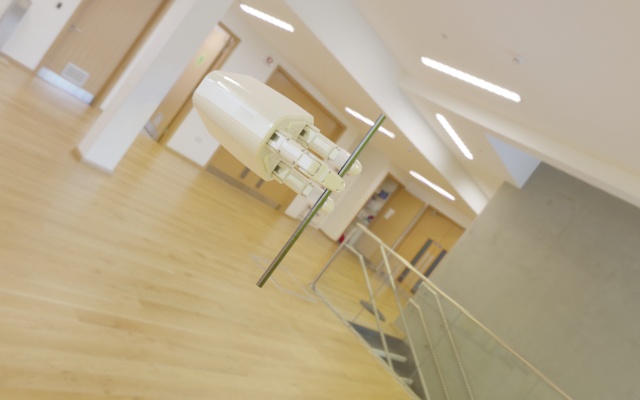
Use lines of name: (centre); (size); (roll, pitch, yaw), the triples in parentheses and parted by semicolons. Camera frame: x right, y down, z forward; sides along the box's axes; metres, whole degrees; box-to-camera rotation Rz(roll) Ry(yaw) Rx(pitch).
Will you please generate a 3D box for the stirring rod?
stirring rod: (0.000, 0.002, 0.543); (0.011, 0.239, 0.011); (36, 3, -2)
